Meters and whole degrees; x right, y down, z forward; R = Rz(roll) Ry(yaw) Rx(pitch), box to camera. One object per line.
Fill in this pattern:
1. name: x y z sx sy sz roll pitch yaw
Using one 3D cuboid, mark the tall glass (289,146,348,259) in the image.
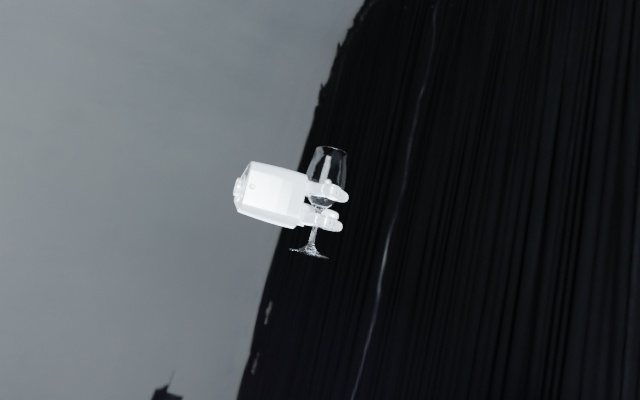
1. tall glass: 0.000 0.004 0.890 0.079 0.201 0.079 13 -9 2
